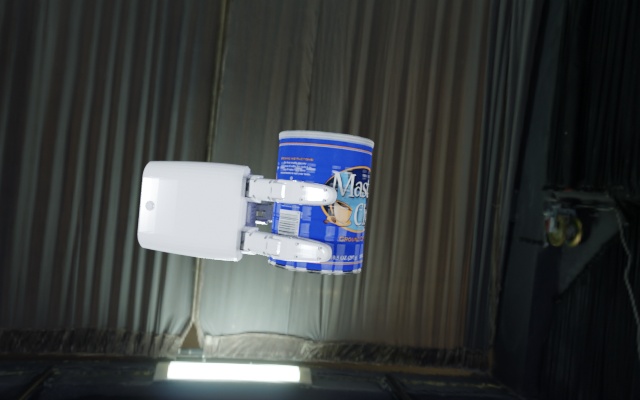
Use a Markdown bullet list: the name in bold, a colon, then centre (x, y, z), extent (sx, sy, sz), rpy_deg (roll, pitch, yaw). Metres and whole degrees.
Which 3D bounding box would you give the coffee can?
- **coffee can**: centre (0.000, 0.002, 0.518), extent (0.103, 0.140, 0.103), rpy_deg (5, 1, 0)
